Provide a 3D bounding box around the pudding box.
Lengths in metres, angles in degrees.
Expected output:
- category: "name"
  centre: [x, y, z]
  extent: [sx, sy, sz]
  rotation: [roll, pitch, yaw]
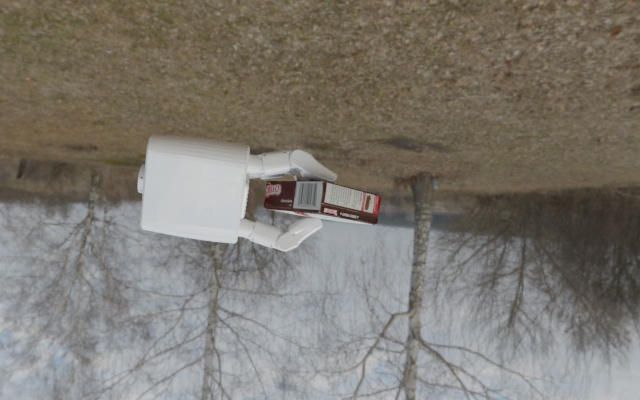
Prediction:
- category: "pudding box"
  centre: [0.000, 0.002, 0.560]
  extent: [0.090, 0.039, 0.113]
  rotation: [11, -4, -38]
